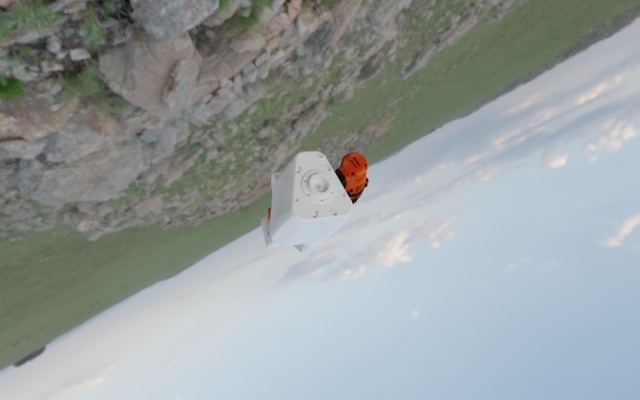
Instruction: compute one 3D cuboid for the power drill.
[{"bbox_3d":[0.000,0.003,0.849,0.187,0.057,0.184,-35,-17,-12],"label":"power drill"}]
